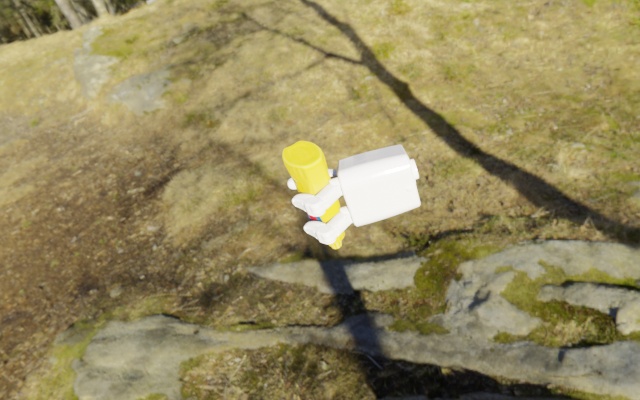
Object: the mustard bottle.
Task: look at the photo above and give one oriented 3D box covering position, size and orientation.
[{"bbox_3d":[0.000,0.002,0.772,0.058,0.192,0.096,-30,33,-13],"label":"mustard bottle"}]
